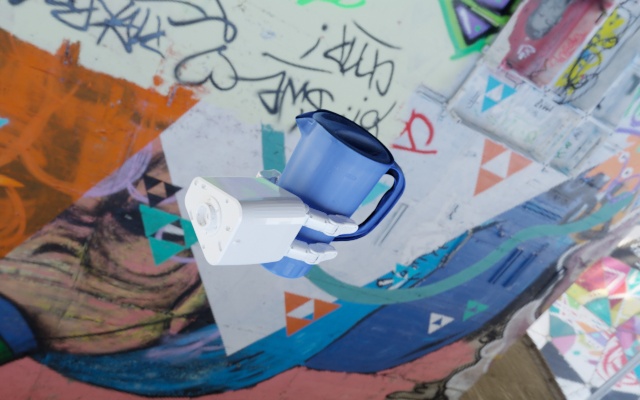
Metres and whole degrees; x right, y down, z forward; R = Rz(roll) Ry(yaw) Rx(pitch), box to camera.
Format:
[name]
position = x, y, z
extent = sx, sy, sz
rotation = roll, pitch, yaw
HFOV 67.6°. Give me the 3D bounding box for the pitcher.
[pitcher]
position = 0.000, 0.002, 0.710
extent = 0.145, 0.243, 0.149
rotation = -1, 40, -51
